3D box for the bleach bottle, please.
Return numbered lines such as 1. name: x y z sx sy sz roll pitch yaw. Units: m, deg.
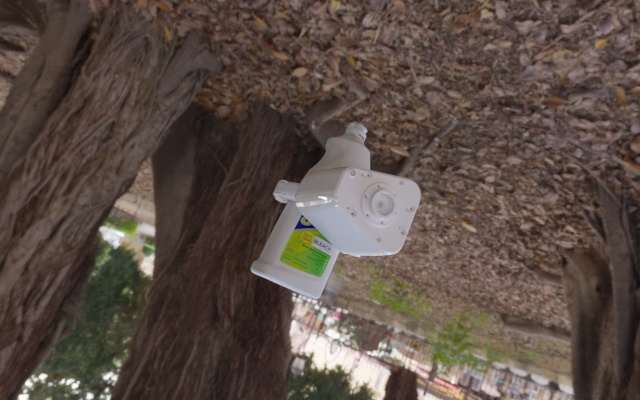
1. bleach bottle: 0.000 0.002 0.666 0.102 0.250 0.068 28 -14 -20
